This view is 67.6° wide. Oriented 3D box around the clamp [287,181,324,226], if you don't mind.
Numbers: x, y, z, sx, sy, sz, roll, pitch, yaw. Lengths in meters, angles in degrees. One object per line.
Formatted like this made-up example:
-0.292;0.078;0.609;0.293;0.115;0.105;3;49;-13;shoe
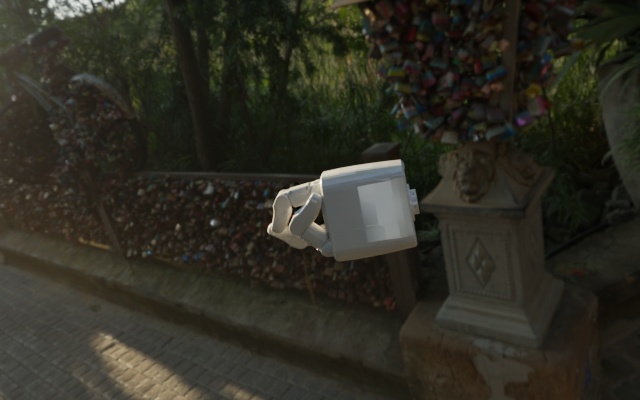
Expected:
0.000;0.002;0.712;0.120;0.039;0.171;-11;21;11;clamp
